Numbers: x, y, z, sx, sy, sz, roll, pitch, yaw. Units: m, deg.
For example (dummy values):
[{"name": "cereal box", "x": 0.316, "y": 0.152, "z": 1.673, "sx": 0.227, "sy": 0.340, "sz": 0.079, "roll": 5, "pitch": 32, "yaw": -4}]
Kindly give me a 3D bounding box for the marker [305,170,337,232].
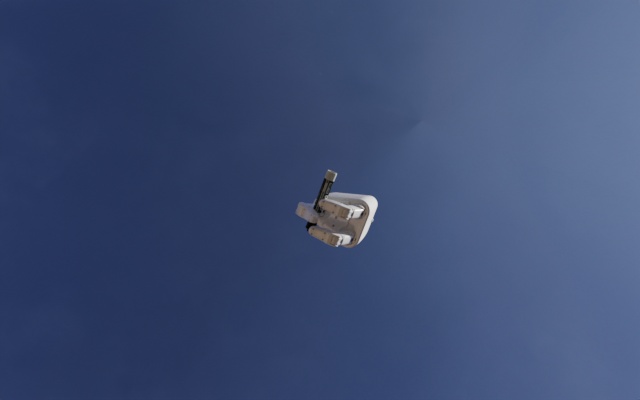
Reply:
[{"name": "marker", "x": 0.000, "y": 0.003, "z": 0.876, "sx": 0.020, "sy": 0.121, "sz": 0.020, "roll": 20, "pitch": 13, "yaw": -5}]
